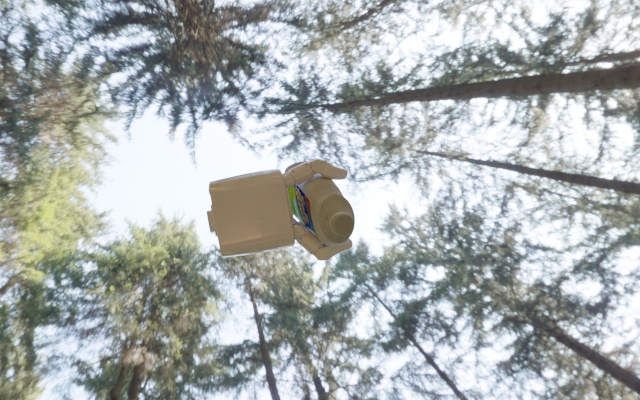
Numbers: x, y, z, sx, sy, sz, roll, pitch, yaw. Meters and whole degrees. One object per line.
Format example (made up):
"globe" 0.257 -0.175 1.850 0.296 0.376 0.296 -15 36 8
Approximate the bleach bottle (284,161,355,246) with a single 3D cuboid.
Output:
"bleach bottle" 0.000 0.002 0.721 0.068 0.102 0.250 -11 12 -11
